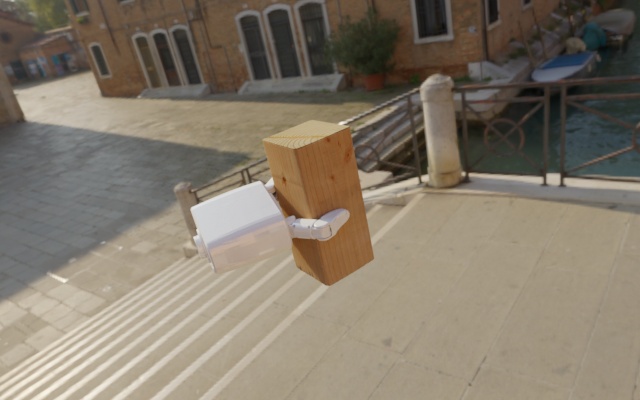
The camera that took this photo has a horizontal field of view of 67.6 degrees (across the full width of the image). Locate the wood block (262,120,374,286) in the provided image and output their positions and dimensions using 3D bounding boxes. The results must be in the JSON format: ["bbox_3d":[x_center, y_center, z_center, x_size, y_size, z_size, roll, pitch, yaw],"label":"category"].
[{"bbox_3d":[0.000,0.002,0.676,0.090,0.206,0.091,-27,28,-28],"label":"wood block"}]
